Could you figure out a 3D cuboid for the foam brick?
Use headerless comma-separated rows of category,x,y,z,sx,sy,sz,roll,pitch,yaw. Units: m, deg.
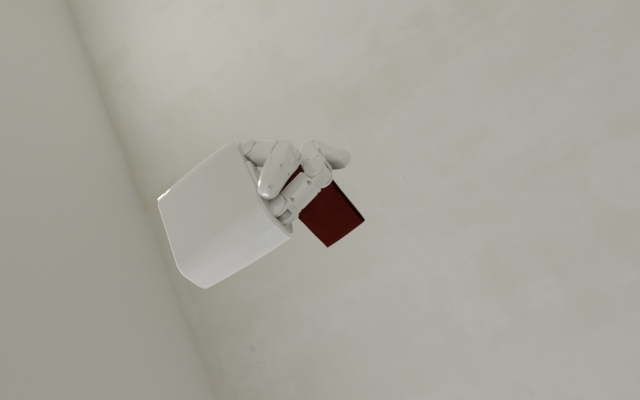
foam brick,0.000,0.002,0.506,0.078,0.051,0.053,49,4,-41
